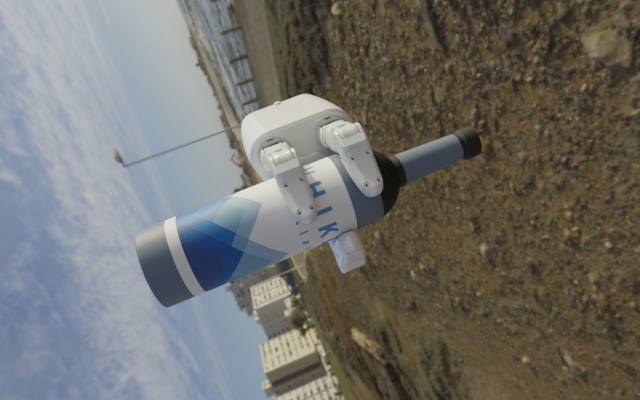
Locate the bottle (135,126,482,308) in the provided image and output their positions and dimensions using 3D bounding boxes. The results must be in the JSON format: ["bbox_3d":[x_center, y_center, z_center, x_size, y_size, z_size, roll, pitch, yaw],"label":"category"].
[{"bbox_3d":[0.000,0.001,0.404,0.295,0.069,0.069,-22,3,-7],"label":"bottle"}]
